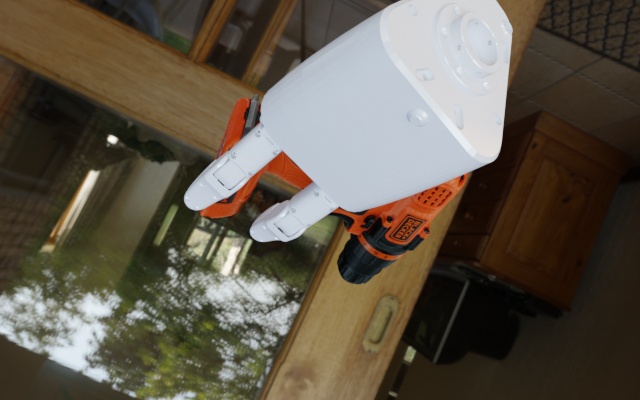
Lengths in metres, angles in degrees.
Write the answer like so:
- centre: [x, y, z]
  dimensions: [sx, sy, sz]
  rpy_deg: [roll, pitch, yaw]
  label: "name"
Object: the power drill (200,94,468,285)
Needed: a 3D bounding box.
- centre: [0.000, 0.001, 0.404]
  dimensions: [0.187, 0.057, 0.184]
  rpy_deg: [16, -43, -15]
  label: "power drill"
